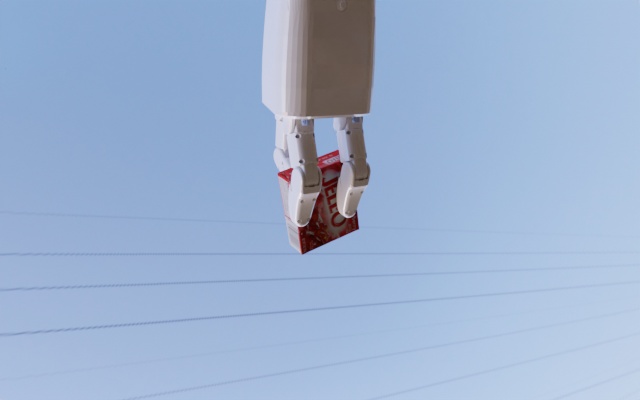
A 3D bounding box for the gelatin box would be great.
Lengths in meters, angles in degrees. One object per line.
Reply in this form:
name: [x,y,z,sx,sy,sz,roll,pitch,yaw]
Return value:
gelatin box: [0.000,0.002,0.488,0.073,0.089,0.030,-22,33,-25]
